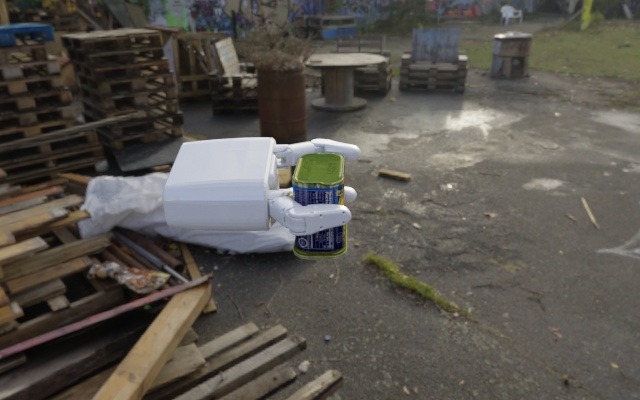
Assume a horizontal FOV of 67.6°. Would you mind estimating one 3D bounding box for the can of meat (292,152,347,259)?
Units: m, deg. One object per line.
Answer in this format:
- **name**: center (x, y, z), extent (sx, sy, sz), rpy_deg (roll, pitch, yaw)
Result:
- **can of meat**: center (0.000, 0.001, 0.515), extent (0.057, 0.084, 0.102), rpy_deg (0, 24, 3)
